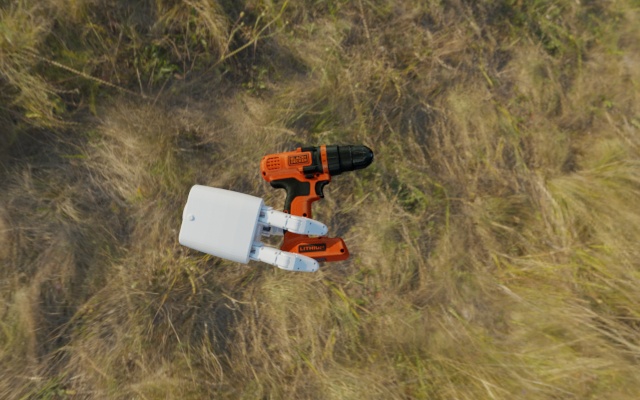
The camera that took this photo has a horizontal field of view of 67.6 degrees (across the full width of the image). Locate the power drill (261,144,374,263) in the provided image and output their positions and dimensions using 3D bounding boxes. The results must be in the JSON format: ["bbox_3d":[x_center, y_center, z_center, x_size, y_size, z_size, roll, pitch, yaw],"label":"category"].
[{"bbox_3d":[0.000,0.003,0.757,0.184,0.187,0.057,-7,-18,7],"label":"power drill"}]
